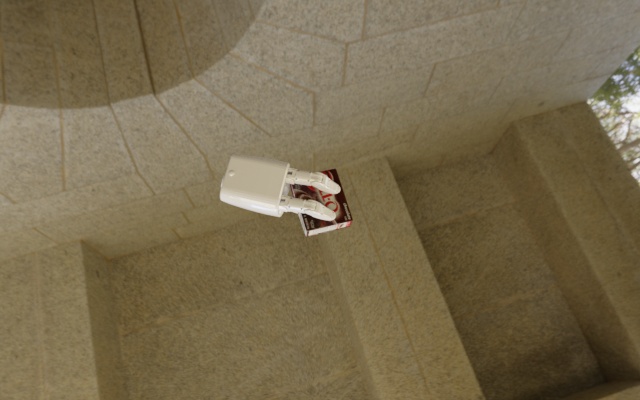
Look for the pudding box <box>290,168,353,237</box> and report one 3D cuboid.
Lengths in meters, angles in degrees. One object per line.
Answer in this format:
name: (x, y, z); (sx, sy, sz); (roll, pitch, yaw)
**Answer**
pudding box: (0.000, 0.003, 0.884); (0.090, 0.113, 0.039); (-13, -19, -12)
